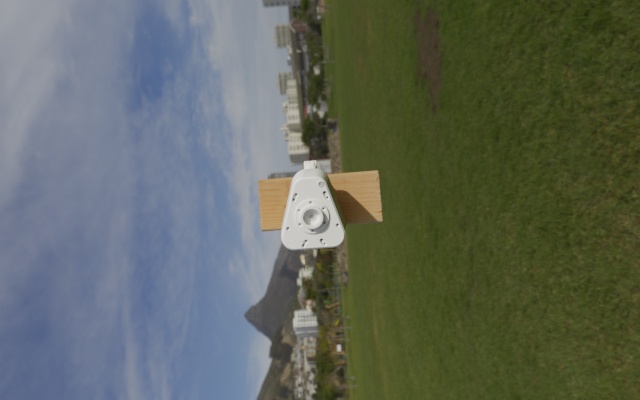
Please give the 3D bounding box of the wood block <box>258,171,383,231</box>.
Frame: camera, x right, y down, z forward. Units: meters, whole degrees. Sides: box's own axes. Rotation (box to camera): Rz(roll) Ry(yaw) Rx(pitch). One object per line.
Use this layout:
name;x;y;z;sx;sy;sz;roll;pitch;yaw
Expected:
wood block;0.000;0.002;0.850;0.206;0.091;0.090;-4;-3;0
